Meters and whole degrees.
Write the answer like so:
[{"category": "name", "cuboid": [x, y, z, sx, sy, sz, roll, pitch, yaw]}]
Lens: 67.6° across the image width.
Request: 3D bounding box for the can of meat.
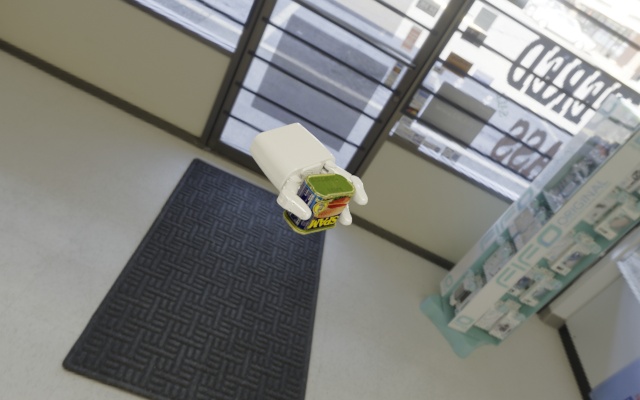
[{"category": "can of meat", "cuboid": [0.000, 0.002, 0.796, 0.102, 0.084, 0.057, -8, 49, -46]}]
